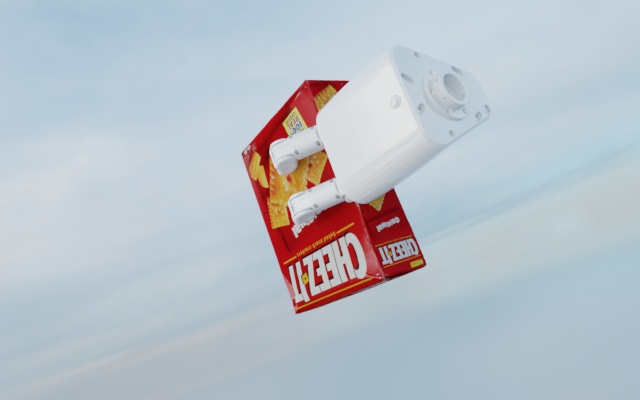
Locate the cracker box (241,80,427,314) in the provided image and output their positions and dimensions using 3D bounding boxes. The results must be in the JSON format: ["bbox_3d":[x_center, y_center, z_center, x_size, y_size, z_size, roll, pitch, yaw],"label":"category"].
[{"bbox_3d":[0.000,0.002,0.530,0.072,0.213,0.164,-10,-16,-38],"label":"cracker box"}]
